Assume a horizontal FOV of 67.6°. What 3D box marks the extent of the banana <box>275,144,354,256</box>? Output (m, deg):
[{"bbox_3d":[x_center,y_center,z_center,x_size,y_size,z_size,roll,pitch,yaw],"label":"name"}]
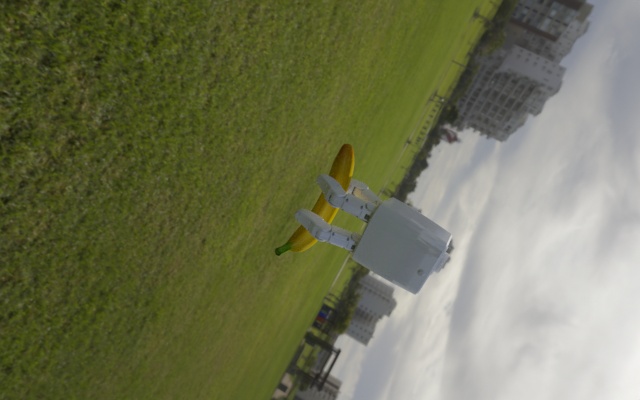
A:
[{"bbox_3d":[0.005,0.006,0.728,0.037,0.198,0.069,34,8,20],"label":"banana"}]
